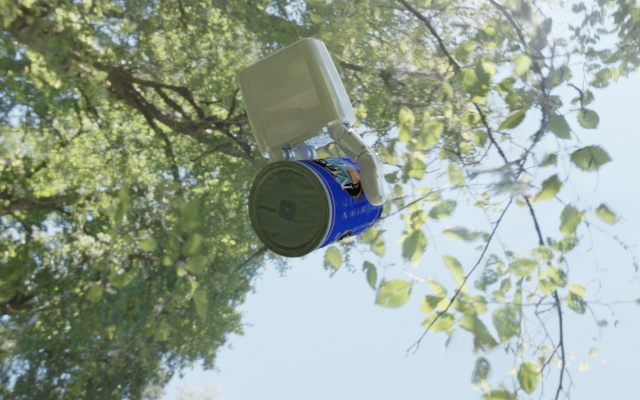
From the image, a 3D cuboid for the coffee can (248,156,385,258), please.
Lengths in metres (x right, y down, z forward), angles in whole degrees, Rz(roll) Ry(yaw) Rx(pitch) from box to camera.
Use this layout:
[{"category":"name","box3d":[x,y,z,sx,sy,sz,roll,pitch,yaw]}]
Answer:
[{"category":"coffee can","box3d":[0.000,0.002,0.554,0.103,0.103,0.140,0,6,31]}]
